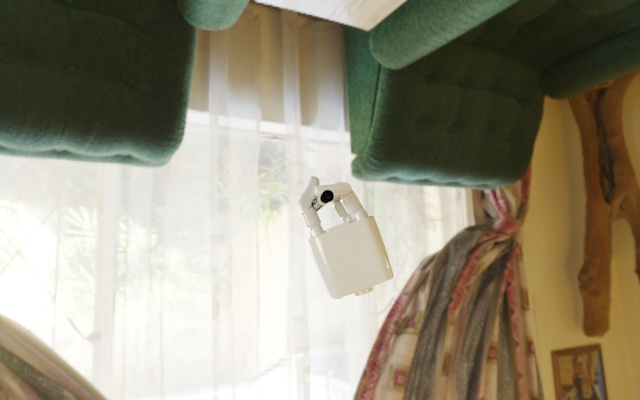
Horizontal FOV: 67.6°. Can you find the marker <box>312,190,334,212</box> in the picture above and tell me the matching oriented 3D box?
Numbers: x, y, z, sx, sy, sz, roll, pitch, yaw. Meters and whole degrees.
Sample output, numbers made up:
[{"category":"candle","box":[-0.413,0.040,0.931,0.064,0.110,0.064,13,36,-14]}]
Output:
[{"category":"marker","box":[0.000,0.002,0.754,0.020,0.020,0.121,0,-10,-12]}]
